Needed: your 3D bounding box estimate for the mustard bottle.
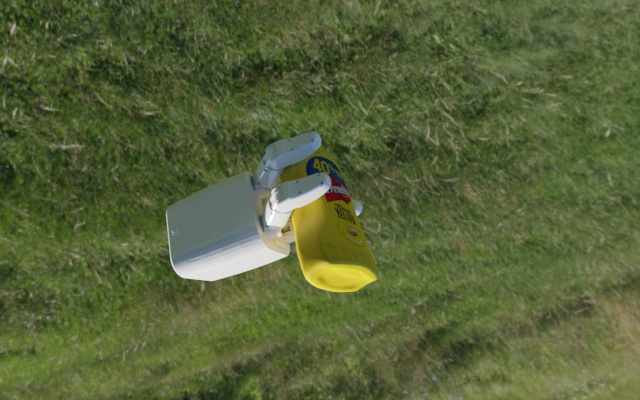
[{"bbox_3d":[0.000,0.002,0.526,0.058,0.191,0.096,-35,-36,27],"label":"mustard bottle"}]
